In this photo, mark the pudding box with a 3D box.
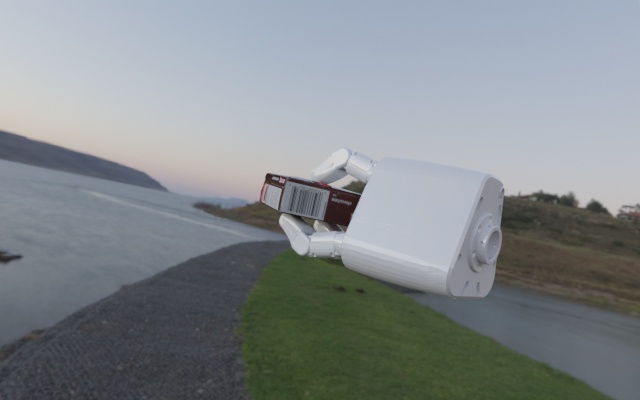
[{"bbox_3d":[0.000,0.002,0.513,0.113,0.039,0.090,15,0,-20],"label":"pudding box"}]
